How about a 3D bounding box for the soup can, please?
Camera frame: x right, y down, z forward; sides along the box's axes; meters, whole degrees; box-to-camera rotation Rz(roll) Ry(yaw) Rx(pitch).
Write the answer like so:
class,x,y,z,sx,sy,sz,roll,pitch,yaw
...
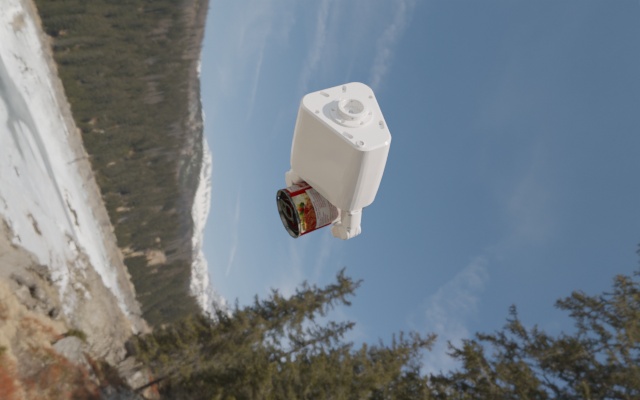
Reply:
class,x,y,z,sx,sy,sz,roll,pitch,yaw
soup can,0.000,0.002,0.646,0.102,0.068,0.068,-20,8,-23
